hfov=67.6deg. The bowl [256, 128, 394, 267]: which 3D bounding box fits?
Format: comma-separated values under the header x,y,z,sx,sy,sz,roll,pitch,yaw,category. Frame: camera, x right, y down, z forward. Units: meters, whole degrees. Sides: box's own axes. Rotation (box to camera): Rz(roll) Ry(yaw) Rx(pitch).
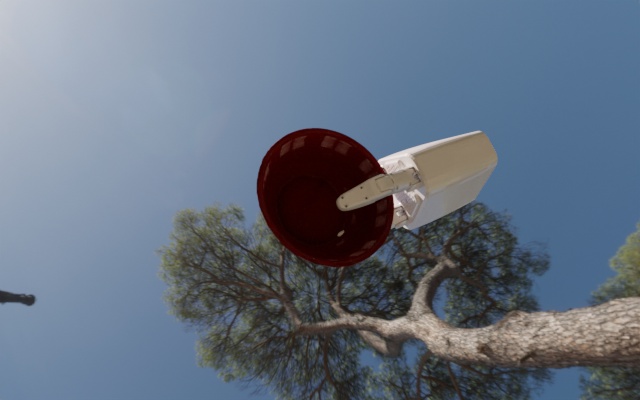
x,y,z,sx,sy,sz,roll,pitch,yaw,category
-0.001,0.002,0.540,0.162,0.162,0.055,0,-20,-24,bowl
